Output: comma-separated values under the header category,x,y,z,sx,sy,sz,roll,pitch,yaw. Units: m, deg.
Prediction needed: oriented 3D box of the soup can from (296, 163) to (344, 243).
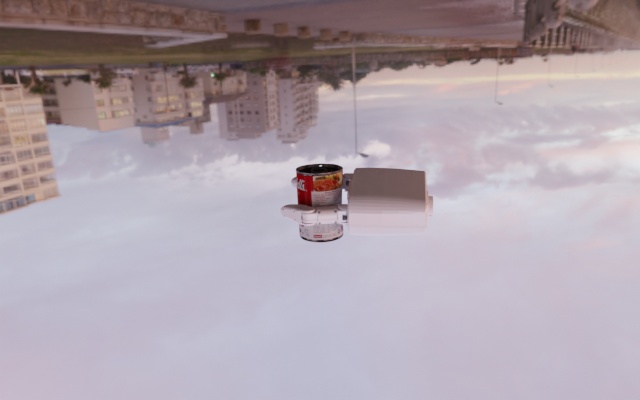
category,x,y,z,sx,sy,sz,roll,pitch,yaw
soup can,0.000,0.003,0.696,0.068,0.102,0.068,-2,16,1
